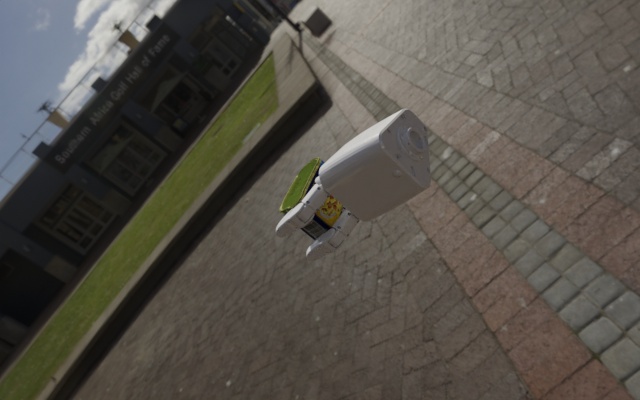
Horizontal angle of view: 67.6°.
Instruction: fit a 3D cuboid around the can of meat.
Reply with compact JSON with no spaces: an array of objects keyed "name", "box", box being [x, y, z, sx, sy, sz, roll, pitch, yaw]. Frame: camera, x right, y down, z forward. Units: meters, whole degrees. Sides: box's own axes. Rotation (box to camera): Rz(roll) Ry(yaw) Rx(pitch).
[{"name":"can of meat","box":[0.000,0.002,0.668,0.084,0.102,0.057,40,-40,-20]}]
